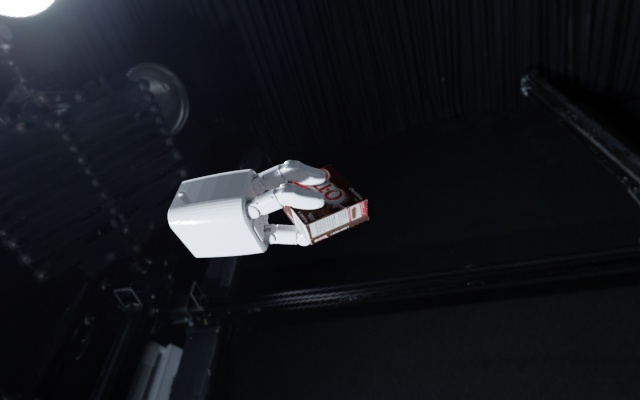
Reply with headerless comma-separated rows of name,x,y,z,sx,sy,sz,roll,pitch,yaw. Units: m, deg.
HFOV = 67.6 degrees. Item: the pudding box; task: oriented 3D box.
pudding box,0.000,0.002,0.647,0.090,0.039,0.113,-23,39,-15
